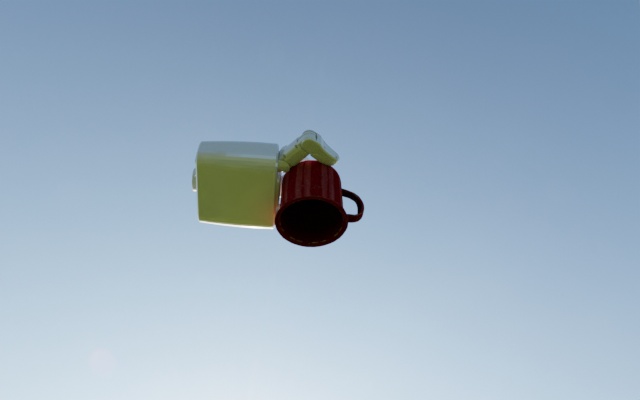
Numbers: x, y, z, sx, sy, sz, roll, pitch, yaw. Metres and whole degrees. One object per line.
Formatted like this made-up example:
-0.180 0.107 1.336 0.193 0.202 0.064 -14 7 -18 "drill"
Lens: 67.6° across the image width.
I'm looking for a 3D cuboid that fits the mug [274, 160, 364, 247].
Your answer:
0.002 0.002 0.631 0.117 0.093 0.081 5 43 -5 "mug"
